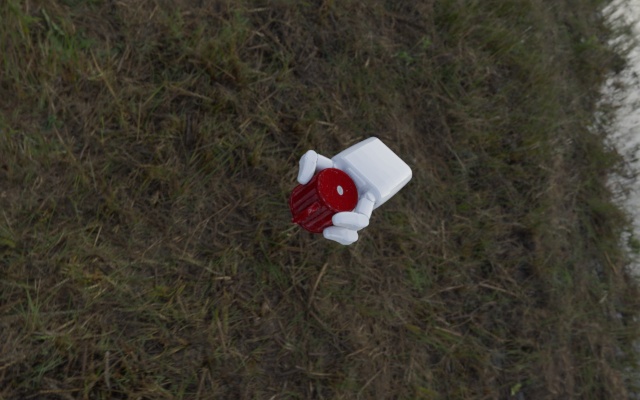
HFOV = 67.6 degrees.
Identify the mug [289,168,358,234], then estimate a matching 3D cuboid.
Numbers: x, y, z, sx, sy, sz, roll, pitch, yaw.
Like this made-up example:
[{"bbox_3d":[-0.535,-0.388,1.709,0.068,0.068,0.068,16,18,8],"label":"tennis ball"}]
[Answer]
[{"bbox_3d":[-0.001,0.003,0.773,0.117,0.093,0.081,-32,-2,-40],"label":"mug"}]
